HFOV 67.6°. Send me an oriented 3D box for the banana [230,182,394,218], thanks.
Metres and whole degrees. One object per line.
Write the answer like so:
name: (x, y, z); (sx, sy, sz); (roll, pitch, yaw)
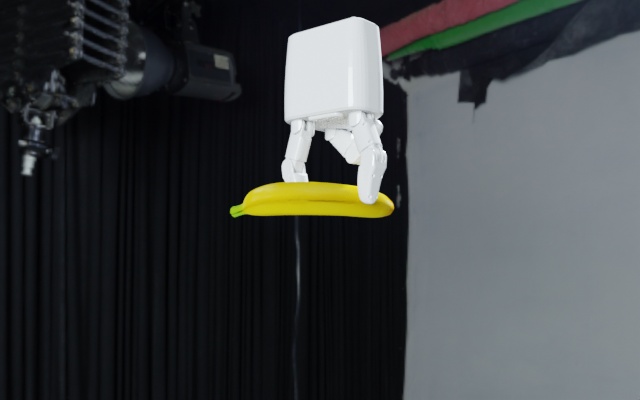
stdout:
banana: (0.002, 0.000, 0.537); (0.198, 0.037, 0.069); (1, -5, -16)
